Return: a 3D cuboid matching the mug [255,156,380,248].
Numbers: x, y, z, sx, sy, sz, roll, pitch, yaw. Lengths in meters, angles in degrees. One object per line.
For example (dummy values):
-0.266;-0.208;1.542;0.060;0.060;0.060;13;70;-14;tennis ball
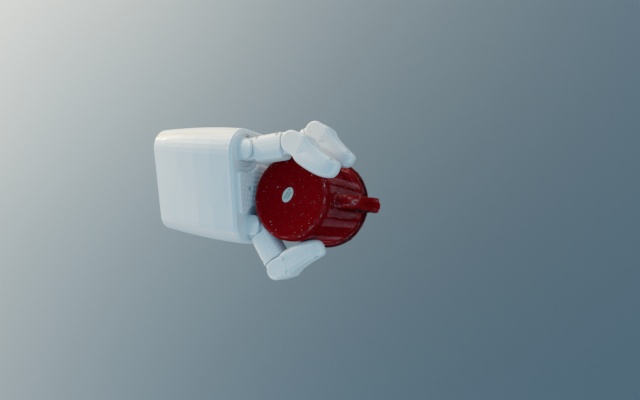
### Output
0.001;0.002;0.467;0.117;0.093;0.081;7;-1;29;mug
